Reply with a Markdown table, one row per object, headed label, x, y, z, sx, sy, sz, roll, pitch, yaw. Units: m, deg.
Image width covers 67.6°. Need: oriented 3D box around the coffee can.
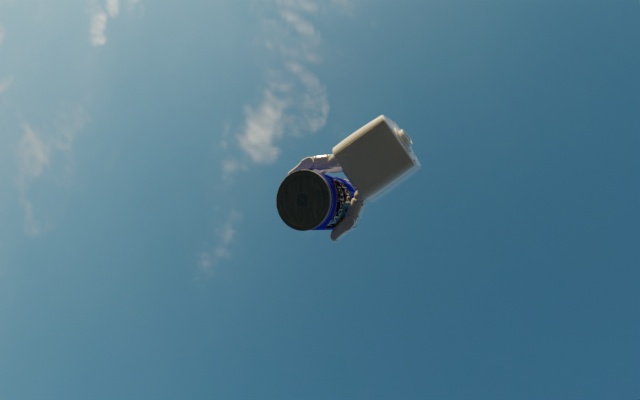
| label | x | y | z | sx | sy | sz | roll | pitch | yaw |
| --- | --- | --- | --- | --- | --- | --- | --- | --- | --- |
| coffee can | 0.000 | 0.003 | 0.856 | 0.103 | 0.103 | 0.140 | 0 | -3 | 26 |
